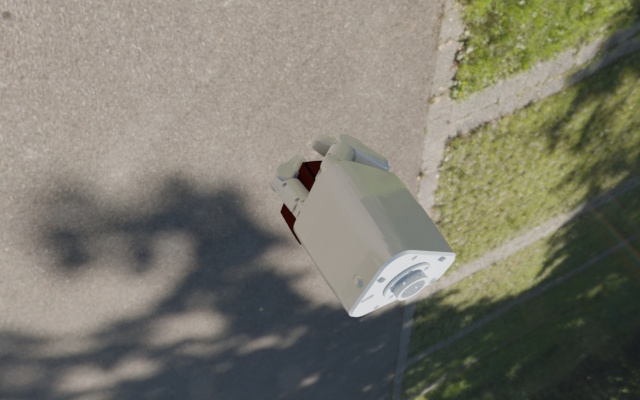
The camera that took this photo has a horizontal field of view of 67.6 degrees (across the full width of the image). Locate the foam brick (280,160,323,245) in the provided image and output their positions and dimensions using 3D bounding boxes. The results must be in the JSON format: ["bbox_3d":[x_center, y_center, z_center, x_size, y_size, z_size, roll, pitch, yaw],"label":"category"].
[{"bbox_3d":[0.000,0.002,0.510,0.053,0.051,0.078,-8,-40,-36],"label":"foam brick"}]
